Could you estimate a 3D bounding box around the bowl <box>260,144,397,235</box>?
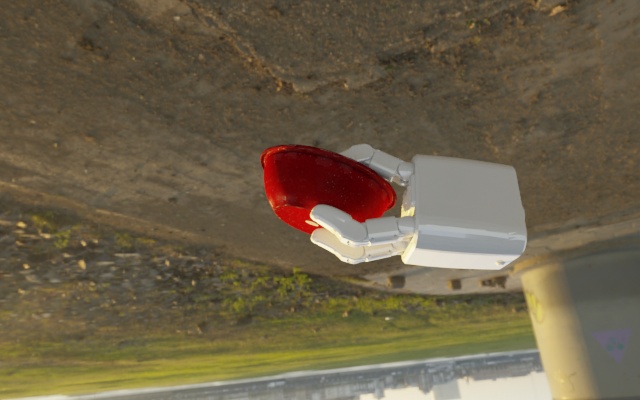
[{"bbox_3d":[-0.001,0.002,0.535,0.162,0.055,0.162,17,-19,6],"label":"bowl"}]
